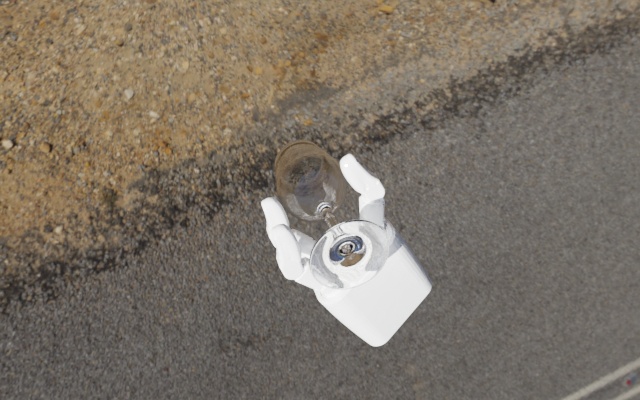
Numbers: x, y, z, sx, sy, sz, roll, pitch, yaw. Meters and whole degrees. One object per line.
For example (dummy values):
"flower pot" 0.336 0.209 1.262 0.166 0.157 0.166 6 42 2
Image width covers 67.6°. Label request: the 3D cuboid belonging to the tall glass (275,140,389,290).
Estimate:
"tall glass" 0.000 0.002 0.502 0.079 0.079 0.201 0 29 -18
